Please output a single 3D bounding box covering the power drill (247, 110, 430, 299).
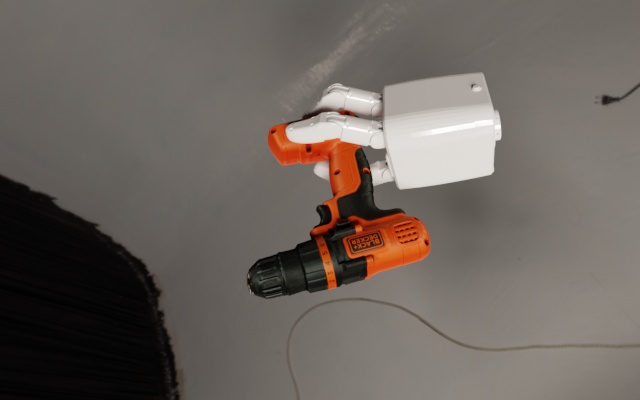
[{"bbox_3d":[0.000,0.001,0.503,0.184,0.187,0.057,-13,-27,-8],"label":"power drill"}]
